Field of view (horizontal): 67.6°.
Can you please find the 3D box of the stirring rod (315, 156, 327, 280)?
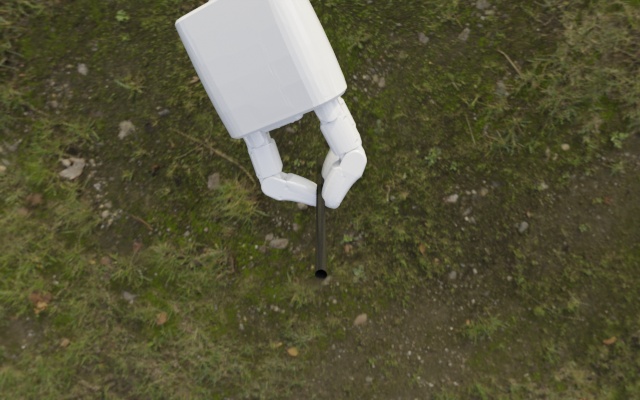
[{"bbox_3d":[0.000,0.001,0.418,0.011,0.011,0.239,0,23,0],"label":"stirring rod"}]
